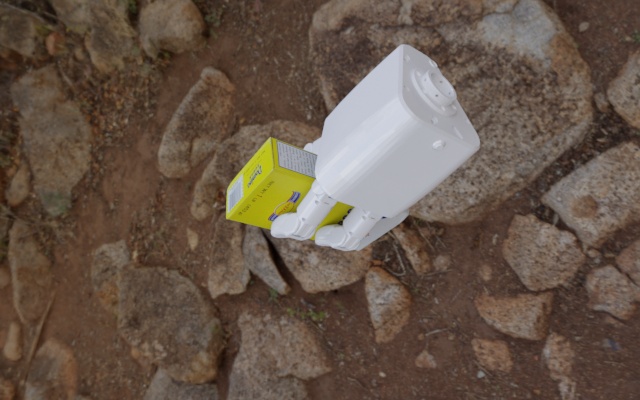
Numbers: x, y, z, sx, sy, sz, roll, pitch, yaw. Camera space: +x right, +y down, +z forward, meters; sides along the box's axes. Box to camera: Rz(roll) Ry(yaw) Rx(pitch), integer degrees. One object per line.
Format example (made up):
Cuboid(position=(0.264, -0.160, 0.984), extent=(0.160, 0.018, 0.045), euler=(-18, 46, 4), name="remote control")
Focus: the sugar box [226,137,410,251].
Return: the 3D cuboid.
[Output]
Cuboid(position=(0.000, 0.002, 0.501), extent=(0.176, 0.048, 0.093), euler=(18, -41, -31), name="sugar box")
